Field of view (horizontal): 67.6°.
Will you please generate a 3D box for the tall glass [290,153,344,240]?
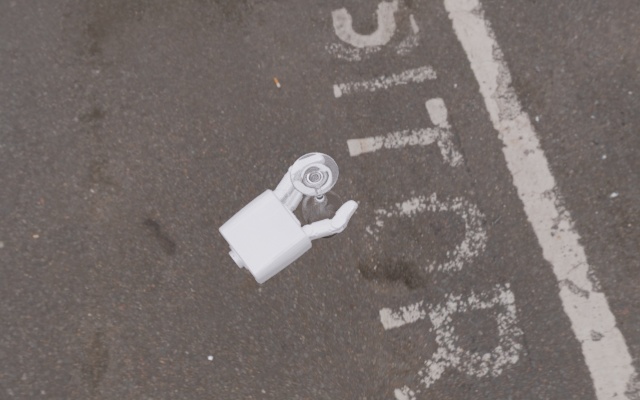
[{"bbox_3d":[0.000,0.002,0.809,0.079,0.079,0.201,0,-26,7],"label":"tall glass"}]
